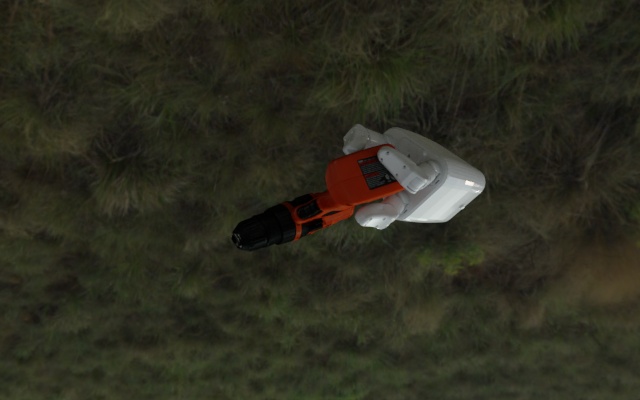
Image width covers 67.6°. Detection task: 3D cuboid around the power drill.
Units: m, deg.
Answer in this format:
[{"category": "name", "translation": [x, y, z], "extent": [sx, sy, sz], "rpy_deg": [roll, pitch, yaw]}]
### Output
[{"category": "power drill", "translation": [0.001, 0.002, 0.573], "extent": [0.184, 0.057, 0.188], "rpy_deg": [-21, -6, -35]}]
